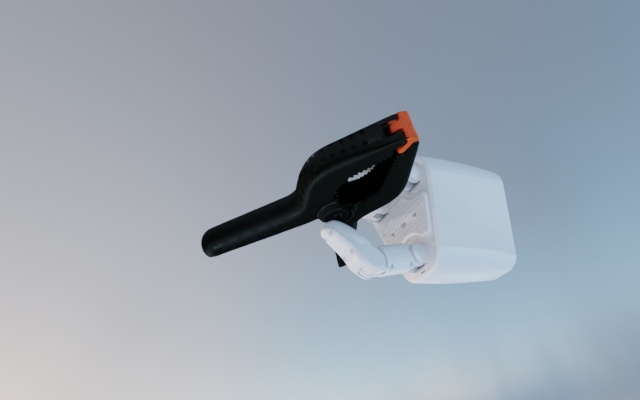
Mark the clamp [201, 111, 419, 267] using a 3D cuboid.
[{"bbox_3d":[0.001,0.002,0.407,0.164,0.036,0.210,4,-36,-29],"label":"clamp"}]
